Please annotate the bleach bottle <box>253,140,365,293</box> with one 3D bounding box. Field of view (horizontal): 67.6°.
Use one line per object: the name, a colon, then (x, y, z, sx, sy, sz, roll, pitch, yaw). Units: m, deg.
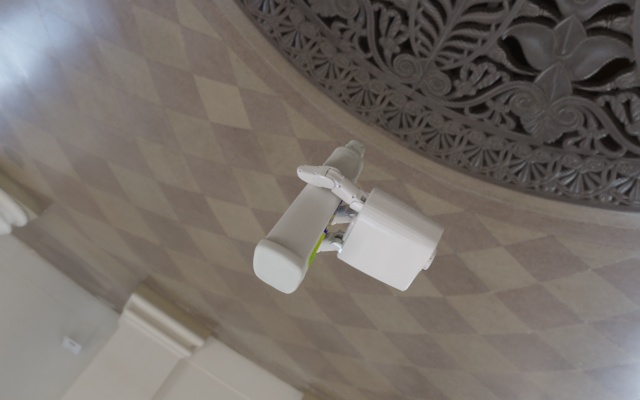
bleach bottle: (0.000, 0.002, 0.663, 0.068, 0.250, 0.103, 29, -32, 6)
